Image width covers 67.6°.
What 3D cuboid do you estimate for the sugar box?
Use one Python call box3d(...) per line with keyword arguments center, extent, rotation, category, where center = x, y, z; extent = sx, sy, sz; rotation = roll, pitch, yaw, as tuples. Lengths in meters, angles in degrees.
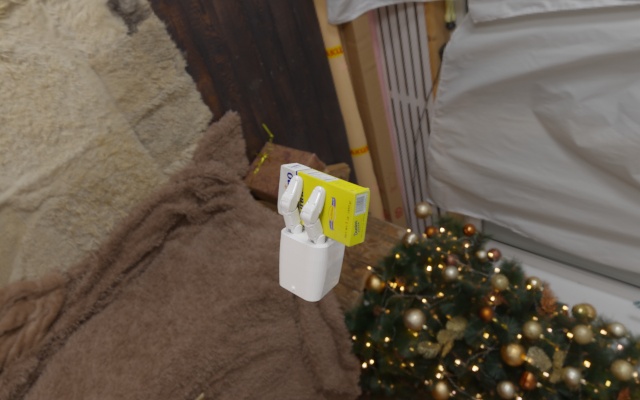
box3d(center=(0.000, 0.003, 0.805), extent=(0.176, 0.093, 0.048), rotation=(20, 23, 39), category="sugar box")
